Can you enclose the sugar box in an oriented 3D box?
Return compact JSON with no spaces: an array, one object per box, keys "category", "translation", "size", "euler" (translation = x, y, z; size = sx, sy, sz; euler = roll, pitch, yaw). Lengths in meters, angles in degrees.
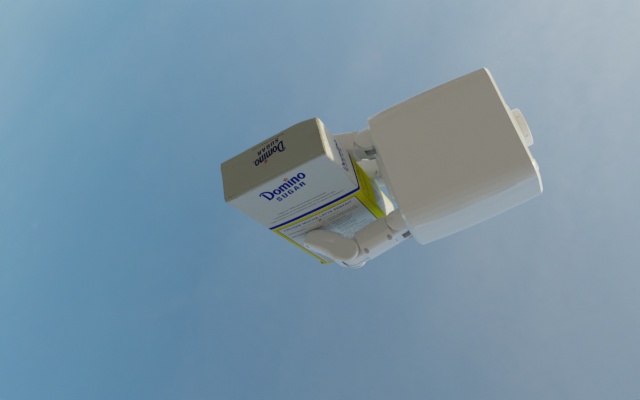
[{"category":"sugar box","translation":[0.000,0.001,0.434],"size":[0.093,0.048,0.176],"euler":[-24,-35,16]}]
